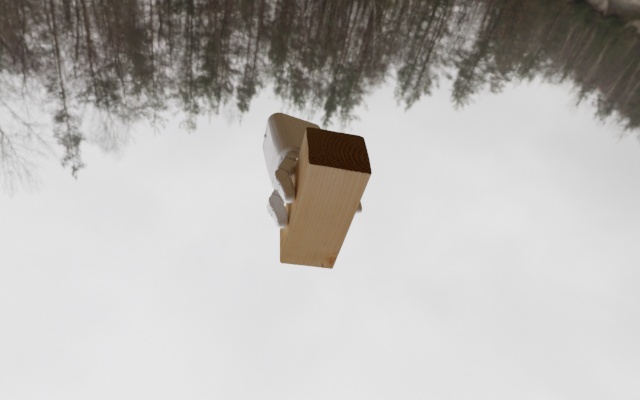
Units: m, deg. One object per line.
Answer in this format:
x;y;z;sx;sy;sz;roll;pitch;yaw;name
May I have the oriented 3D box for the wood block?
0.000;0.002;0.734;0.091;0.206;0.090;7;42;-12;wood block
